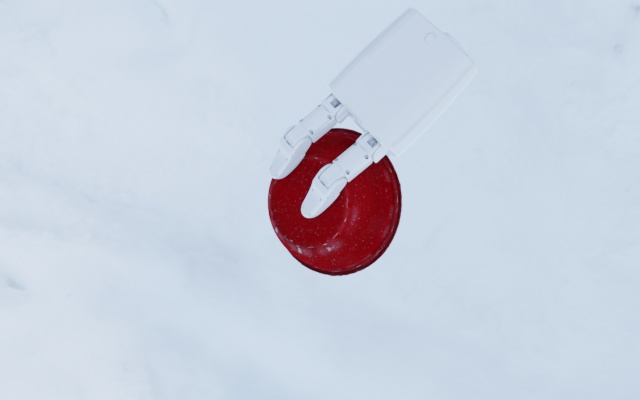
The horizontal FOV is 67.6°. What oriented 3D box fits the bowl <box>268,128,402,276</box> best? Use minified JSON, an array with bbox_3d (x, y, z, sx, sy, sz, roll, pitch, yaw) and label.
[{"bbox_3d":[-0.001,0.003,0.499,0.162,0.162,0.055,0,1,30],"label":"bowl"}]
